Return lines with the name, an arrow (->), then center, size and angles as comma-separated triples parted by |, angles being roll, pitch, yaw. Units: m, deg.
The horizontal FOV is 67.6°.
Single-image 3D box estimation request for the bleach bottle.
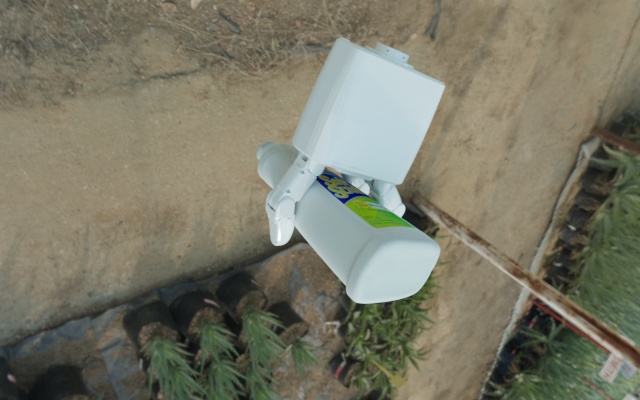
bleach bottle -> 0.000, 0.002, 0.495 | 0.102, 0.068, 0.250 | 6, 26, -43
